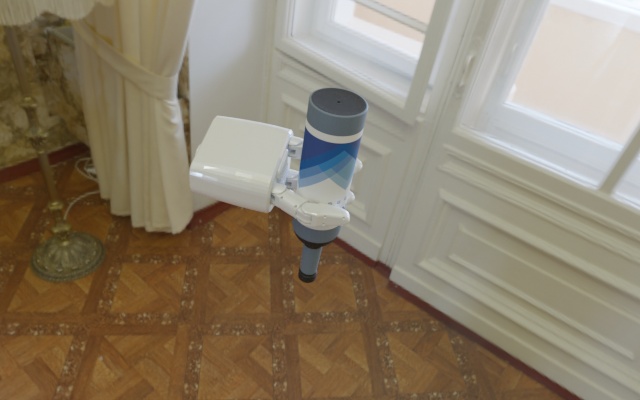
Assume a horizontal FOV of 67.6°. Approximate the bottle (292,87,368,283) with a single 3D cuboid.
[{"bbox_3d":[0.000,0.002,0.621,0.069,0.296,0.069,6,40,-5],"label":"bottle"}]
